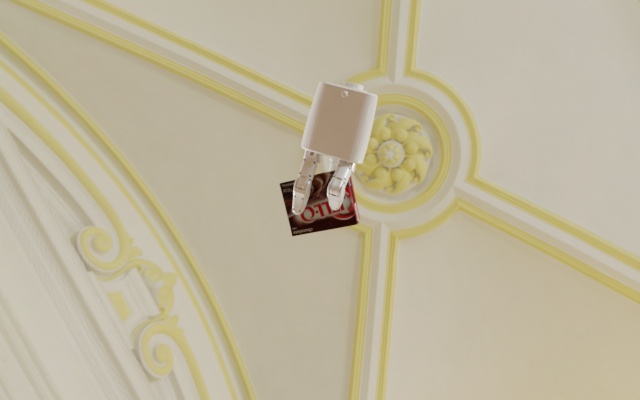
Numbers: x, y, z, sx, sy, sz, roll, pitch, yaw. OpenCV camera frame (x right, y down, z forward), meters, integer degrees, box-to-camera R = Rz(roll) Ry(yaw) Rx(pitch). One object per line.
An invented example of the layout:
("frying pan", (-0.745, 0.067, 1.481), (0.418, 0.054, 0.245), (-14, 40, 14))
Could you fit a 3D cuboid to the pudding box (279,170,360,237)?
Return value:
("pudding box", (0.000, 0.002, 0.766), (0.113, 0.090, 0.039), (-11, 6, 16))
